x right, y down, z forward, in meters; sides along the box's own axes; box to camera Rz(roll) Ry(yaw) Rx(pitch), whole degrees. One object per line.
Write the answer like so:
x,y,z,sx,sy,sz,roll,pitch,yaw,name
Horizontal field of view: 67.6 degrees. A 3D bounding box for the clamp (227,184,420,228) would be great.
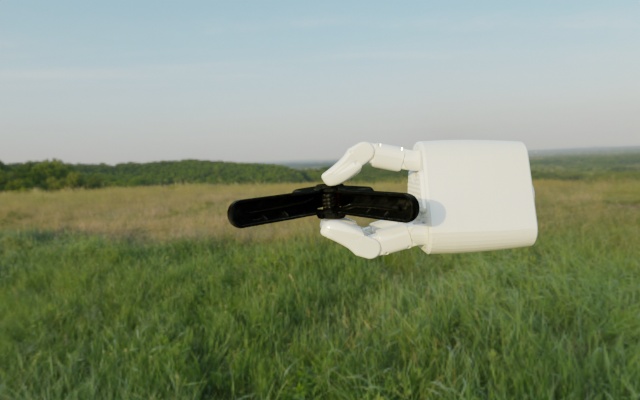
0.000,0.001,0.493,0.164,0.036,0.210,-2,5,-1,clamp
